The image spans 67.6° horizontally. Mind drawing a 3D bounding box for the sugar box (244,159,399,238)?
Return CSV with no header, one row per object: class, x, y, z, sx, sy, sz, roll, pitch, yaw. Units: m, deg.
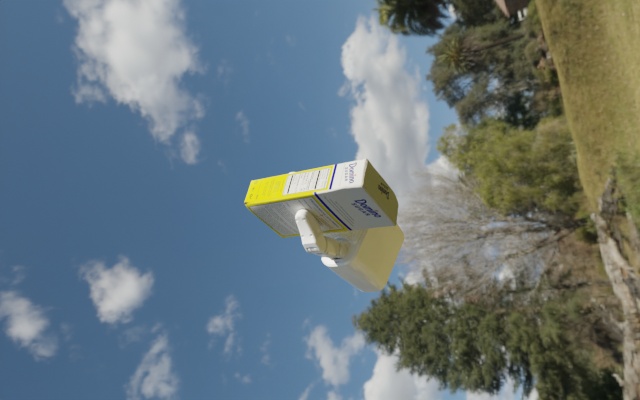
sugar box,0.000,0.002,0.604,0.176,0.048,0.093,-10,-37,31
